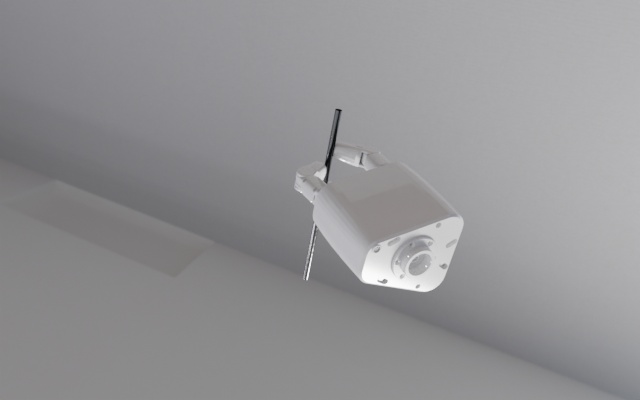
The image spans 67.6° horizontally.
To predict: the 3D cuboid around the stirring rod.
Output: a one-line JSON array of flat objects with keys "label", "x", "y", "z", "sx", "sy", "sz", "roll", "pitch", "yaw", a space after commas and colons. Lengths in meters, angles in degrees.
[{"label": "stirring rod", "x": 0.000, "y": 0.002, "z": 0.597, "sx": 0.011, "sy": 0.240, "sz": 0.011, "roll": 9, "pitch": 28, "yaw": -5}]
